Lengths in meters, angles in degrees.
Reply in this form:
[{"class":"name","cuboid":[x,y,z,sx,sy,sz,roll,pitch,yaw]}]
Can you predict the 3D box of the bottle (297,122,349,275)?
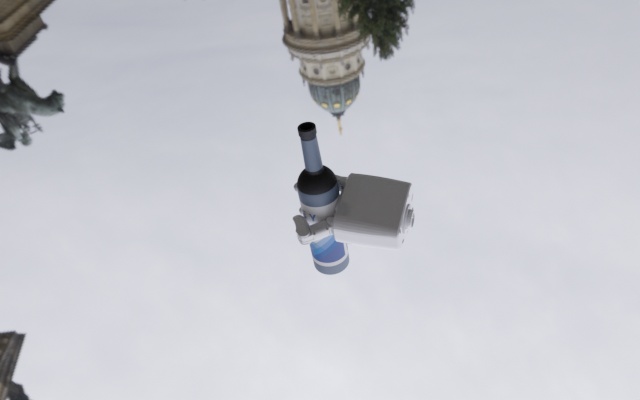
[{"class":"bottle","cuboid":[0.000,0.003,0.787,0.069,0.296,0.069,-6,41,5]}]
